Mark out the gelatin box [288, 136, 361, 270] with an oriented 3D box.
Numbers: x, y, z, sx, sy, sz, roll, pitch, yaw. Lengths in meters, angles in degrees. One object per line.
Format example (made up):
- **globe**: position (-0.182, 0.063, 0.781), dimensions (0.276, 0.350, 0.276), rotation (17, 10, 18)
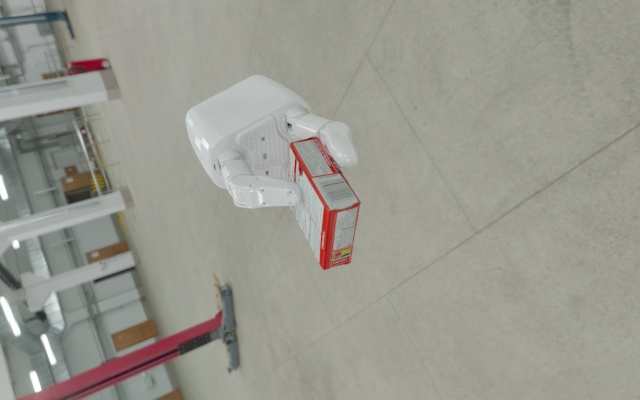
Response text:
- **gelatin box**: position (0.000, 0.002, 0.403), dimensions (0.030, 0.073, 0.089), rotation (-14, 47, -18)
